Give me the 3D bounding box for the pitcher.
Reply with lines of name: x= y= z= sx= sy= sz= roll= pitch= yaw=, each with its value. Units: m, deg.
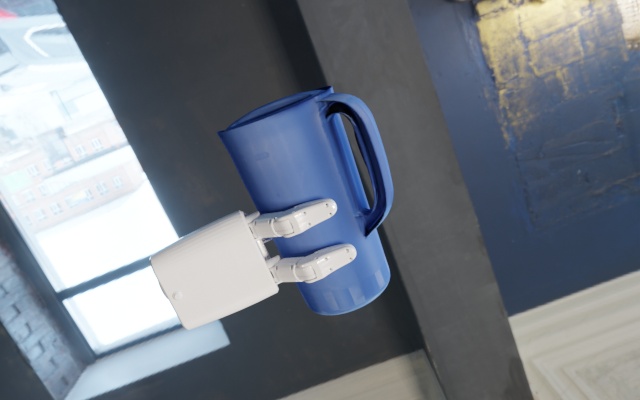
pitcher: x=0.000 y=0.002 z=0.536 sx=0.145 sy=0.243 sz=0.149 roll=-25 pitch=16 yaw=-7
